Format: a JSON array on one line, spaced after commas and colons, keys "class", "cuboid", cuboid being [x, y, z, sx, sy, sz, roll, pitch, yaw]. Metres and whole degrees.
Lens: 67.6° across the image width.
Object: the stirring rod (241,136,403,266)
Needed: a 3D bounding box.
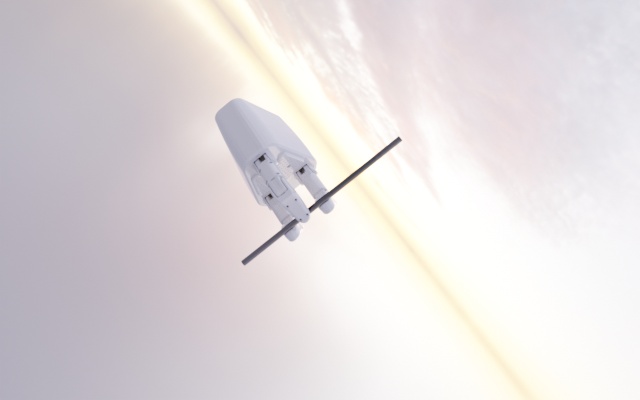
[{"class": "stirring rod", "cuboid": [0.000, 0.002, 0.570, 0.239, 0.011, 0.011, -38, -4, 5]}]
